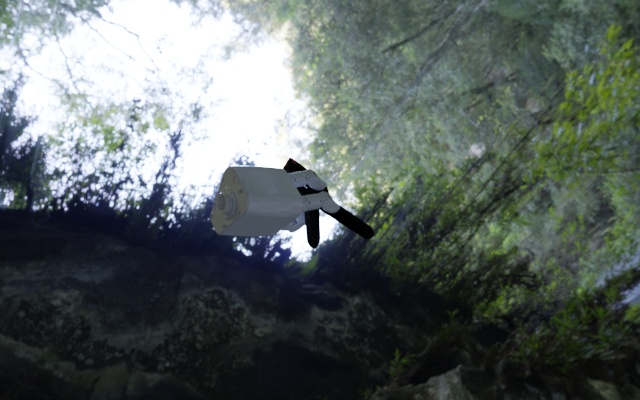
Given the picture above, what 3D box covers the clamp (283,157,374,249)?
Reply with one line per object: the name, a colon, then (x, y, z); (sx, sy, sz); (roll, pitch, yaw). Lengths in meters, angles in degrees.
clamp: (-0.001, 0.003, 0.876); (0.164, 0.210, 0.036); (4, -47, -44)
